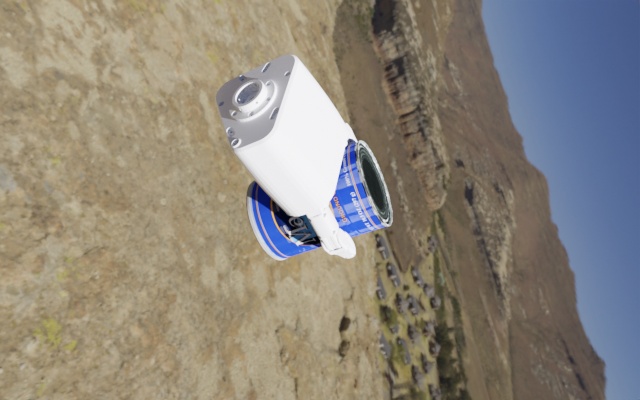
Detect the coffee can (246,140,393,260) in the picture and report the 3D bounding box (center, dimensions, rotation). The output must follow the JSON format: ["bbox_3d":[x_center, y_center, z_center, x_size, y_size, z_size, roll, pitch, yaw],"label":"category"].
[{"bbox_3d":[0.000,0.002,0.558,0.140,0.103,0.103,-19,-7,19],"label":"coffee can"}]
